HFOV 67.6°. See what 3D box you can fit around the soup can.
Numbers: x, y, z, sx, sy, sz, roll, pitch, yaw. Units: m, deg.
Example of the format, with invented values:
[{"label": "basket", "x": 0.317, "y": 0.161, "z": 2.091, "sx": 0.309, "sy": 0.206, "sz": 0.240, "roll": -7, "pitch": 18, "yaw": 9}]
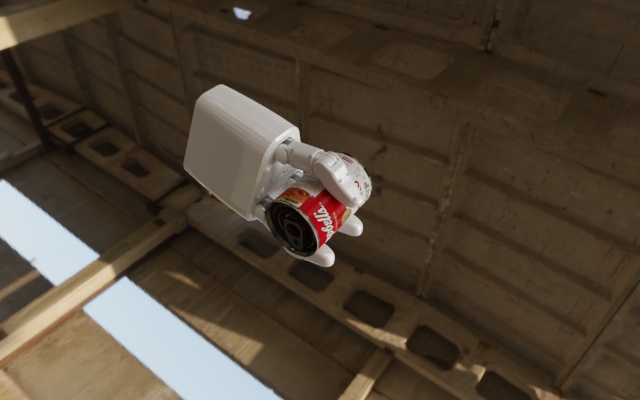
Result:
[{"label": "soup can", "x": 0.001, "y": 0.002, "z": 0.501, "sx": 0.068, "sy": 0.068, "sz": 0.102, "roll": 0, "pitch": 33, "yaw": 45}]
